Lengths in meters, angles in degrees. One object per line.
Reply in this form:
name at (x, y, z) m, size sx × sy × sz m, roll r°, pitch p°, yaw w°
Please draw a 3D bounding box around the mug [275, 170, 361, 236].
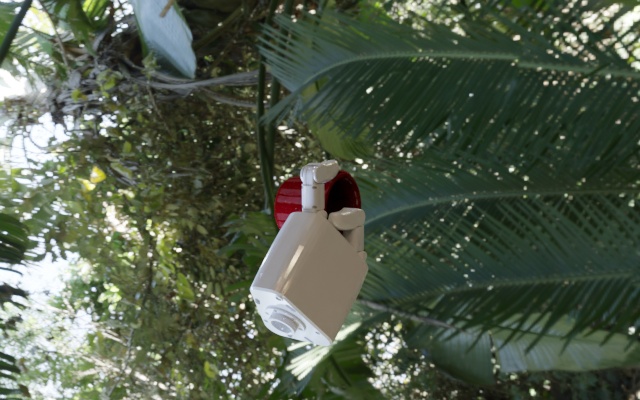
mug at (0.000, 0.001, 0.620) m, size 0.081 × 0.117 × 0.093 m, roll 3°, pitch -42°, yaw 33°
